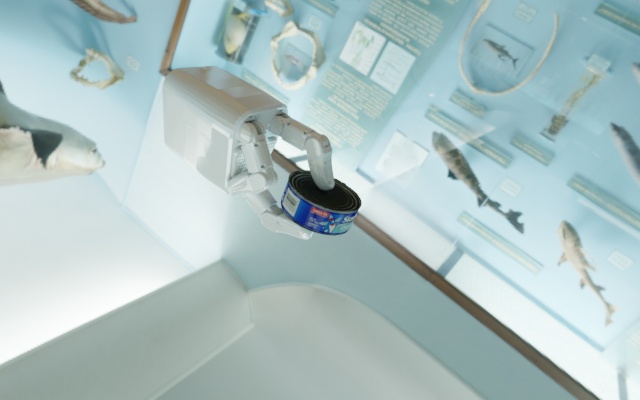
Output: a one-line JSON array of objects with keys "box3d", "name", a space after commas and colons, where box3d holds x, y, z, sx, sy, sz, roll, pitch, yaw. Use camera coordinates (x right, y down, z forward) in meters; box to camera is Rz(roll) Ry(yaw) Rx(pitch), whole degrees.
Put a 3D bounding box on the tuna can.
[{"box3d": [0.000, 0.002, 0.529, 0.086, 0.034, 0.086, 18, 25, -9], "name": "tuna can"}]
